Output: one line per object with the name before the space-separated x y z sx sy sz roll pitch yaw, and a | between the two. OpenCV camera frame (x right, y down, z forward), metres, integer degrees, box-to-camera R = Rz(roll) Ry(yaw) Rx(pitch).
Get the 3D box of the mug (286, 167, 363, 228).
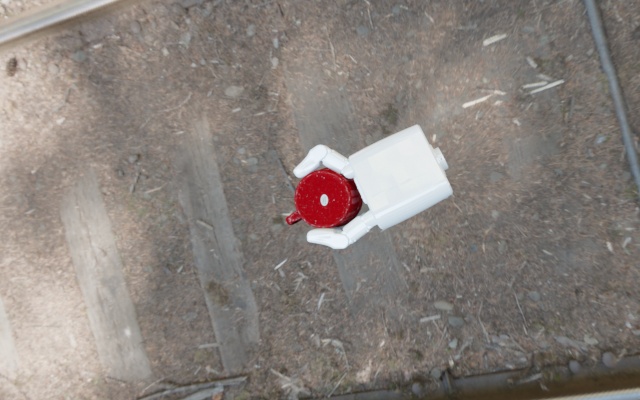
mug | -0.001 0.003 0.691 0.117 0.093 0.081 -28 -3 12
